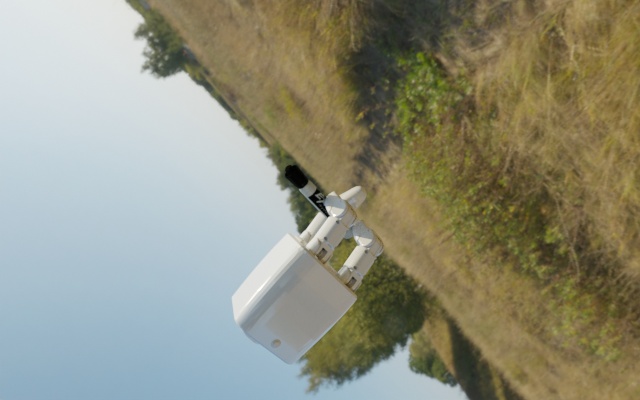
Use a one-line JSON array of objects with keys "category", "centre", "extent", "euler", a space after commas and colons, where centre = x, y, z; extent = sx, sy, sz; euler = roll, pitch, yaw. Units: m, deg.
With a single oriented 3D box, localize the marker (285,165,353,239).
[{"category": "marker", "centre": [0.000, 0.002, 0.562], "extent": [0.121, 0.020, 0.020], "euler": [46, -26, -28]}]
